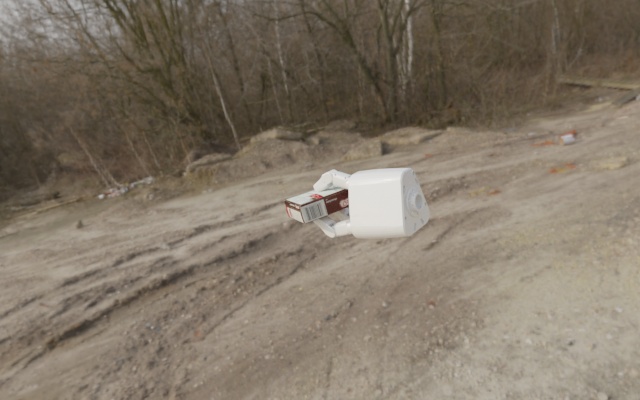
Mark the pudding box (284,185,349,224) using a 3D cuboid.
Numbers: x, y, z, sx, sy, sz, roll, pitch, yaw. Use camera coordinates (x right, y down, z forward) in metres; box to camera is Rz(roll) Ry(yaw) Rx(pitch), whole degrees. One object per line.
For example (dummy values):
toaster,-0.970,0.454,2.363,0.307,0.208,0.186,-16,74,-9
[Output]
pudding box,0.000,0.003,0.891,0.113,0.039,0.090,-18,12,-20
